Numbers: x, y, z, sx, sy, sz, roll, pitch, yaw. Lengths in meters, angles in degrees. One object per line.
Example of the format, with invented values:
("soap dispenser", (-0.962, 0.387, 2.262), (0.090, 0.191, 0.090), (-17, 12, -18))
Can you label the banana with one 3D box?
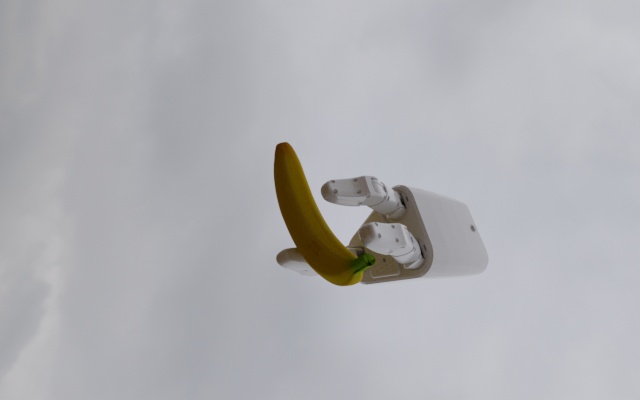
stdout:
("banana", (-0.006, 0.019, 0.461), (0.037, 0.070, 0.197), (5, 32, -36))
